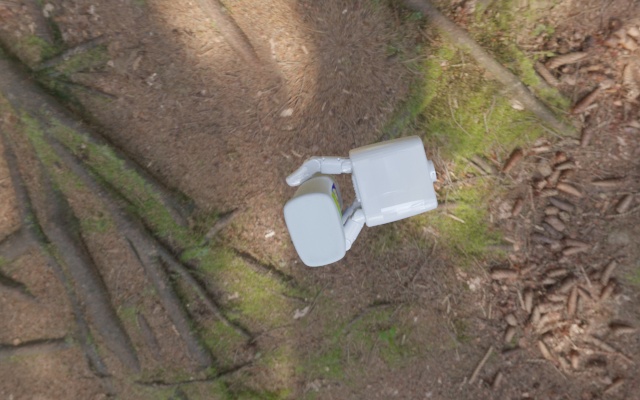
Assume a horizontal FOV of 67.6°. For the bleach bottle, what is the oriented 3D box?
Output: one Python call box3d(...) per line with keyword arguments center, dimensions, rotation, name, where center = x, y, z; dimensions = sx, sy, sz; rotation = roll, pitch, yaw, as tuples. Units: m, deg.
box3d(center=(0.000, 0.002, 0.719), dimensions=(0.068, 0.102, 0.250), rotation=(-15, 17, 7), name="bleach bottle")
